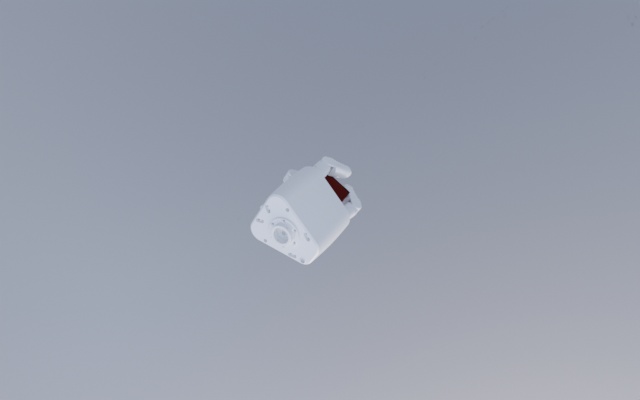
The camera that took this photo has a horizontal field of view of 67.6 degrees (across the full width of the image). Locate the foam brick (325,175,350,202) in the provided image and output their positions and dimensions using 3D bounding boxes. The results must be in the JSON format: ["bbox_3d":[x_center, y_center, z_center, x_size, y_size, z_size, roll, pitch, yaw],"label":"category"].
[{"bbox_3d":[0.000,0.003,0.792,0.078,0.053,0.051,-53,-8,36],"label":"foam brick"}]
